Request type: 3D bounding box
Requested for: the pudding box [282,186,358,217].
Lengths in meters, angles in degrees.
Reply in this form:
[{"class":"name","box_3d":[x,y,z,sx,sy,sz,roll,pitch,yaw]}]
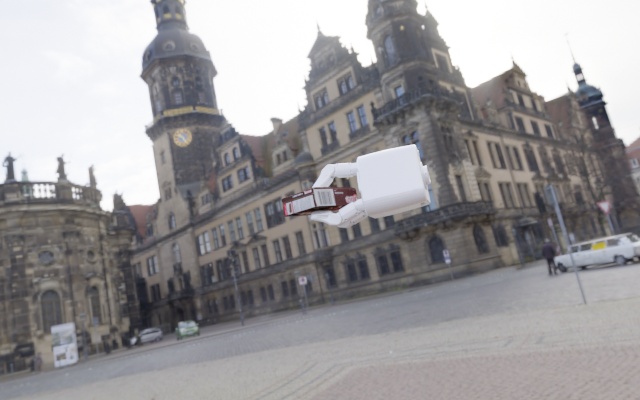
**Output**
[{"class":"pudding box","box_3d":[0.000,0.003,0.875,0.113,0.039,0.090,1,-14,-44]}]
